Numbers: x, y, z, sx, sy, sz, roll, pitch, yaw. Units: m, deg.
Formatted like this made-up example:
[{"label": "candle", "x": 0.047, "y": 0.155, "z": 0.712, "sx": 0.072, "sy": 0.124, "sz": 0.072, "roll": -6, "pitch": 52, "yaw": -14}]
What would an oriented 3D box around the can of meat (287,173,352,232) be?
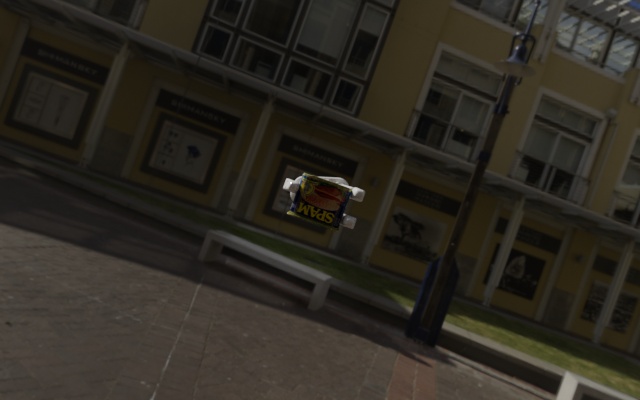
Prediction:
[{"label": "can of meat", "x": 0.000, "y": 0.003, "z": 0.895, "sx": 0.102, "sy": 0.084, "sz": 0.057, "roll": 20, "pitch": -1, "yaw": 5}]
